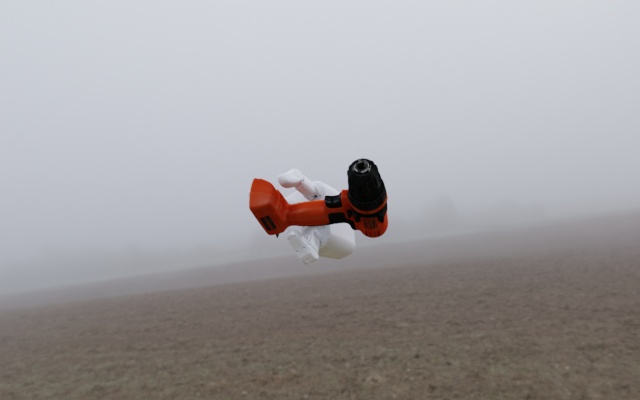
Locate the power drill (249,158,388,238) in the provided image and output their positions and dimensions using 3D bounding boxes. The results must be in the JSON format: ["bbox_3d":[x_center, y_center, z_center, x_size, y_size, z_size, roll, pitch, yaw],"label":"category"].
[{"bbox_3d":[0.000,0.002,0.669,0.187,0.057,0.184,0,-29,12],"label":"power drill"}]
